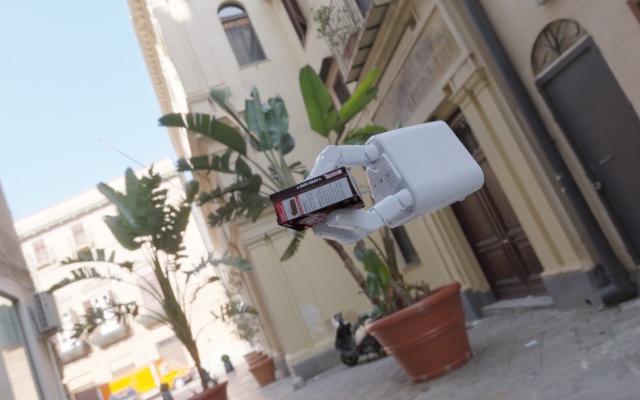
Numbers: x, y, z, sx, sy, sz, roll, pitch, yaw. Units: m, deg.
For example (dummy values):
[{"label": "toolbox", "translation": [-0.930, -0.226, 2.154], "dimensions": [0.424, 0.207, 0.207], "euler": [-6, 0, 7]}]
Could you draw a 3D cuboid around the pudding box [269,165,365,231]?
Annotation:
[{"label": "pudding box", "translation": [0.000, 0.002, 0.543], "dimensions": [0.090, 0.039, 0.113], "euler": [-22, -12, 6]}]
